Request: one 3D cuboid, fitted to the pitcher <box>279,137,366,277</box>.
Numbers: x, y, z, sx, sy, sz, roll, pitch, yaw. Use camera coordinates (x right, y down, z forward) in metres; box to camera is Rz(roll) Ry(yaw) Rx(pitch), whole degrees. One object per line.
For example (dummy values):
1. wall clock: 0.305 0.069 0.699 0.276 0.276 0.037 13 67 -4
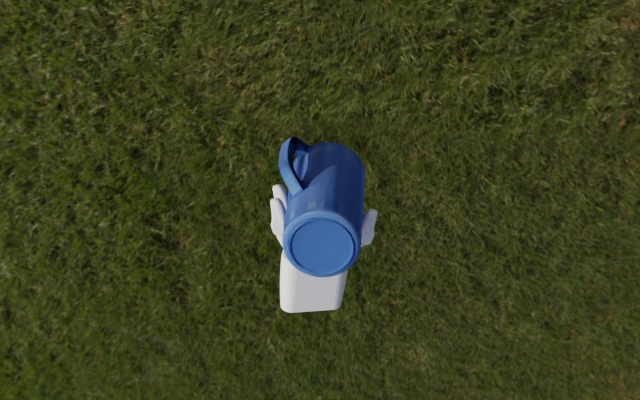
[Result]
1. pitcher: 0.000 0.003 0.745 0.149 0.145 0.242 7 26 0
